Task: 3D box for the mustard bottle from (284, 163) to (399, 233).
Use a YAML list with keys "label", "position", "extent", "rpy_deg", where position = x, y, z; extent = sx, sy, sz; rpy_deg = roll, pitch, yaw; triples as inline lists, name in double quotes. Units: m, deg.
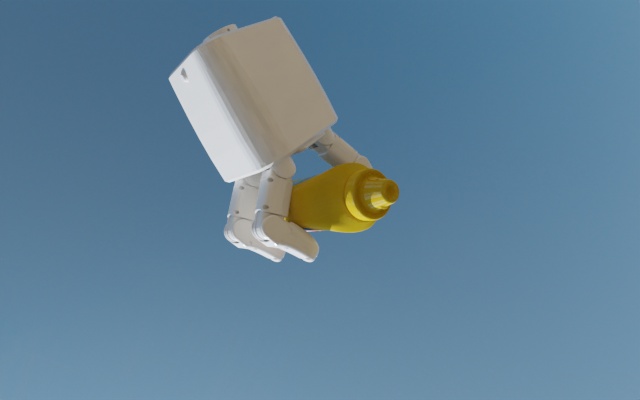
- label: "mustard bottle"
  position: [0.000, 0.002, 0.436]
  extent: [0.096, 0.058, 0.191]
  rpy_deg: [-8, -2, -34]
